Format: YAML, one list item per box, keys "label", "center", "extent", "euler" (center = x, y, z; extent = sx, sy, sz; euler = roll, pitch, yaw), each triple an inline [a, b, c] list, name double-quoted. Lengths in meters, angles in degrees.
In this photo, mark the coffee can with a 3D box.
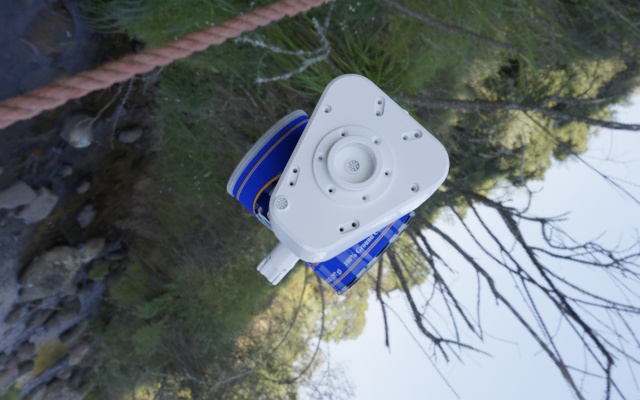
- label: "coffee can"
  center: [0.000, 0.001, 0.439]
  extent: [0.140, 0.103, 0.103]
  euler: [43, 3, 4]
